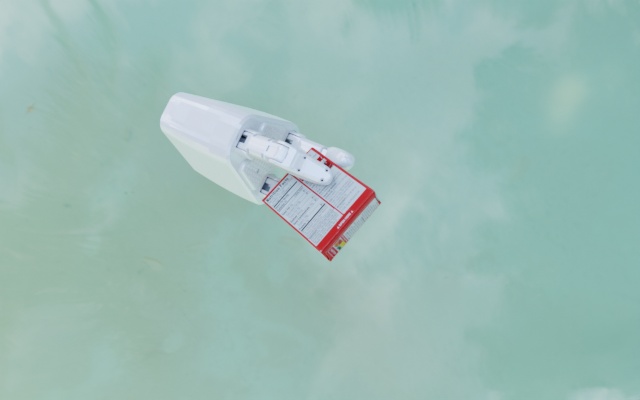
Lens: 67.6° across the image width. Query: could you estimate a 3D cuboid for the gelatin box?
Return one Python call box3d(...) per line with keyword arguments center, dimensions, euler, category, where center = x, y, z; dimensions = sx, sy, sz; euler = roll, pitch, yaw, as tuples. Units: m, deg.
box3d(center=(0.000, 0.001, 0.451), dimensions=(0.089, 0.073, 0.030), euler=(38, -6, 32), category="gelatin box")
